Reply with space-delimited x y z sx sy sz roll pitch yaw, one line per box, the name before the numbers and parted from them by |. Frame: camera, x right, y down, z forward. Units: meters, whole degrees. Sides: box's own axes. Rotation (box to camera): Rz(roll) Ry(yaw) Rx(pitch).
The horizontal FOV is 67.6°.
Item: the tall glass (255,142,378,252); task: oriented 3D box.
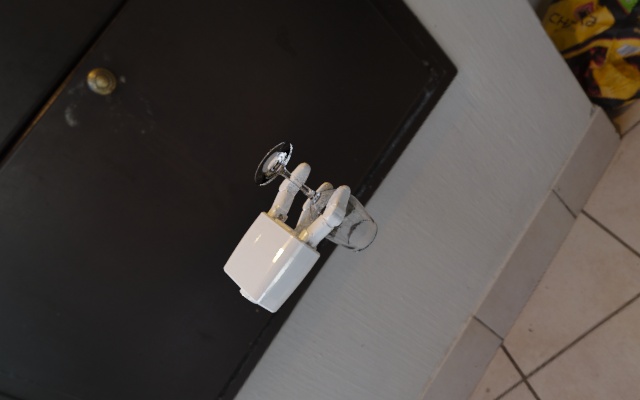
tall glass | 0.000 0.002 0.716 0.201 0.079 0.079 39 -22 -30
